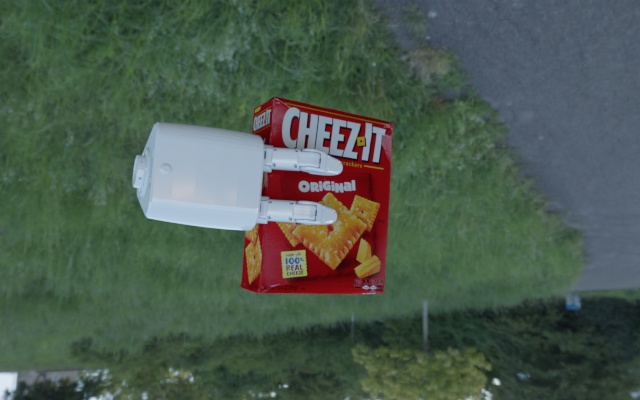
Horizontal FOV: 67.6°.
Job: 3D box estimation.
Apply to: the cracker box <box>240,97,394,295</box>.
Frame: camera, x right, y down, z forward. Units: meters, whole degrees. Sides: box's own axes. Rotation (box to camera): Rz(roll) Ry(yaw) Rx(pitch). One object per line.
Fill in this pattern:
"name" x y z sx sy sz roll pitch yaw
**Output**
"cracker box" 0.000 0.002 0.565 0.164 0.213 0.072 7 -5 -28
